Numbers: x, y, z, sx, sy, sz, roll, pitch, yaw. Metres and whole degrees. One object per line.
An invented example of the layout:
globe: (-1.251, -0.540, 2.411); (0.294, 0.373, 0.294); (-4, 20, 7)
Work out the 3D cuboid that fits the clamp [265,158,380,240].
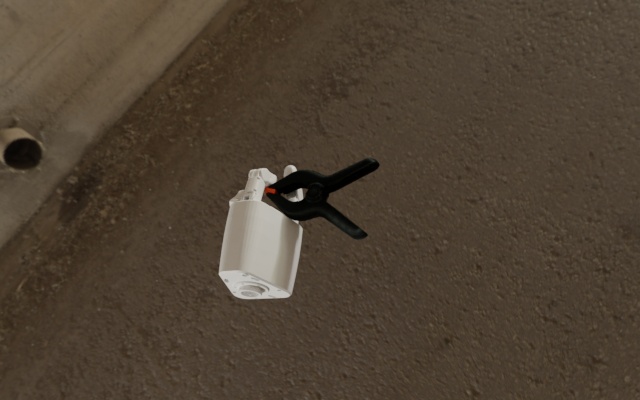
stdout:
clamp: (0.000, 0.002, 0.683); (0.171, 0.120, 0.039); (-7, -32, 21)
